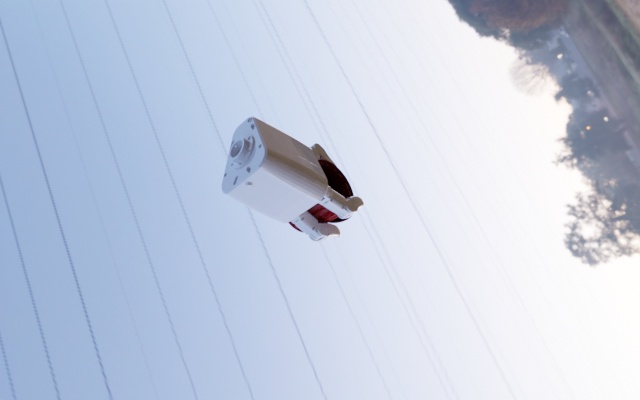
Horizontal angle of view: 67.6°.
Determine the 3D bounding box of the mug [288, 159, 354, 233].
[{"bbox_3d":[0.001,0.003,0.732,0.081,0.093,0.117,-31,-44,33],"label":"mug"}]
